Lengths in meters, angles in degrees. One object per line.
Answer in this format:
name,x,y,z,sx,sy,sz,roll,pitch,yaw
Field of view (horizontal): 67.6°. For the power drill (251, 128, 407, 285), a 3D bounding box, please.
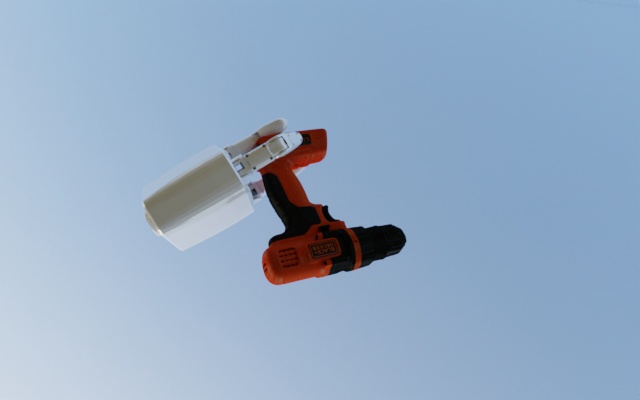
power drill,0.000,0.002,0.594,0.184,0.187,0.057,-10,-25,-24
